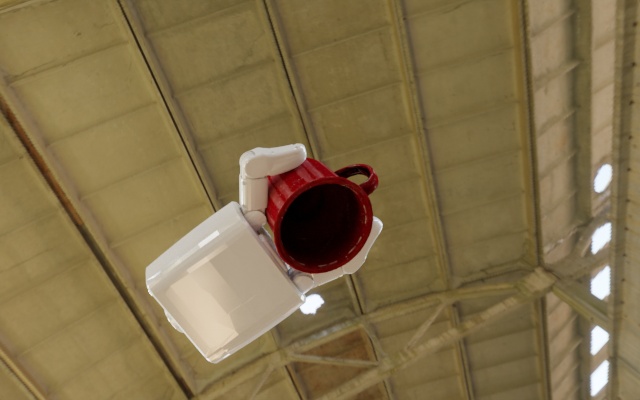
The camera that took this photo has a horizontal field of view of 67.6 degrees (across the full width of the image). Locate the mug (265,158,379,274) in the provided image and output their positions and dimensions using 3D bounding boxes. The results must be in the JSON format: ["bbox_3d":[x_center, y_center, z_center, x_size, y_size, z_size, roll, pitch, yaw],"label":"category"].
[{"bbox_3d":[0.001,0.000,0.450,0.117,0.093,0.081,-35,31,-4],"label":"mug"}]
